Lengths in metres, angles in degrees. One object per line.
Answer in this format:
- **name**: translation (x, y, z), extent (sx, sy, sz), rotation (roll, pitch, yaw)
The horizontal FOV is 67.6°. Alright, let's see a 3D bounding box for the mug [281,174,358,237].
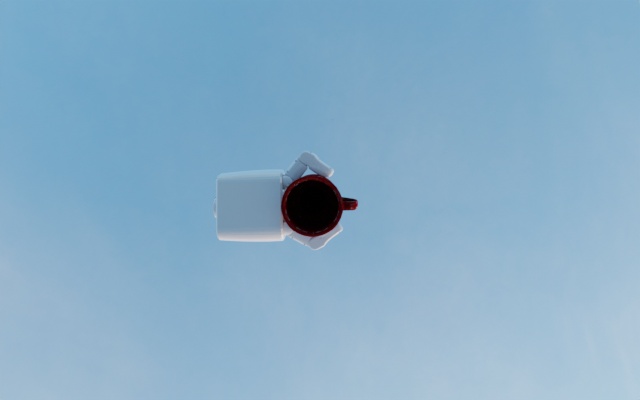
- **mug**: translation (0.002, 0.002, 0.749), extent (0.117, 0.093, 0.081), rotation (-1, 10, 1)
